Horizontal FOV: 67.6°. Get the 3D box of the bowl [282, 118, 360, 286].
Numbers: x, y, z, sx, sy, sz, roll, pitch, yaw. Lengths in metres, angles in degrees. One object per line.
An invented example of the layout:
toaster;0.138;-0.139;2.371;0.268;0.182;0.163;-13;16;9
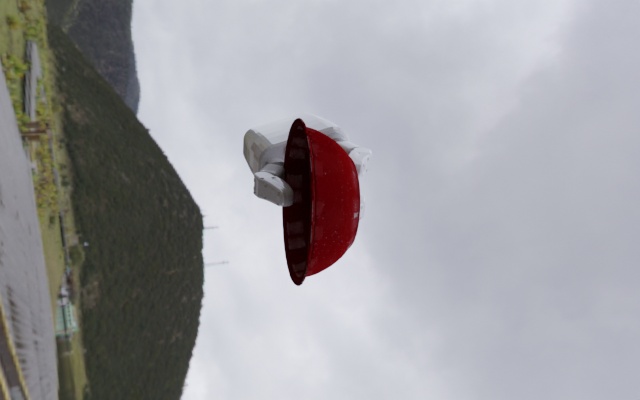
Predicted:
bowl;0.001;0.002;0.469;0.055;0.162;0.162;0;0;-13
